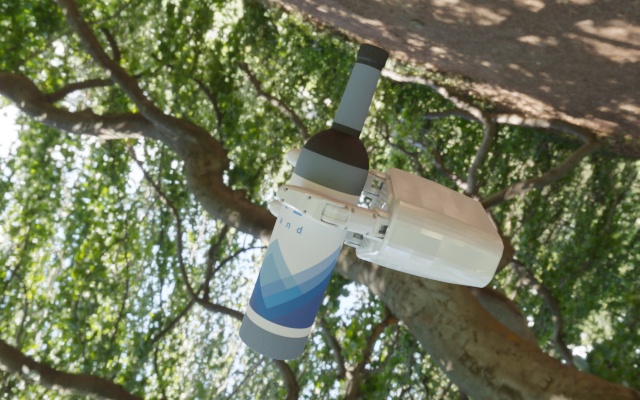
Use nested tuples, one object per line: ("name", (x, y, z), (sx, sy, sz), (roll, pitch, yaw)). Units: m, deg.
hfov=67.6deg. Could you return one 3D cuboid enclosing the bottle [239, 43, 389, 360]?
("bottle", (0.000, 0.002, 0.448), (0.069, 0.296, 0.069), (19, 8, -3))
